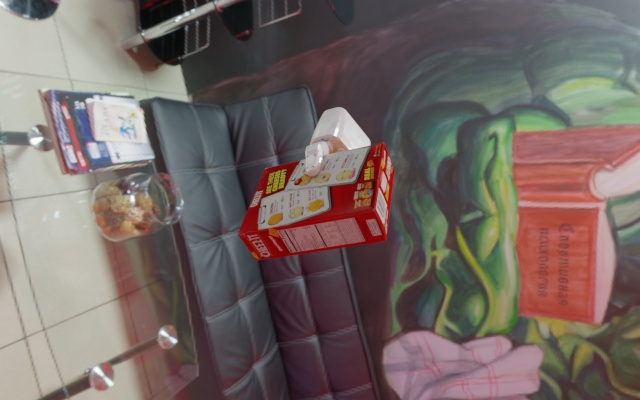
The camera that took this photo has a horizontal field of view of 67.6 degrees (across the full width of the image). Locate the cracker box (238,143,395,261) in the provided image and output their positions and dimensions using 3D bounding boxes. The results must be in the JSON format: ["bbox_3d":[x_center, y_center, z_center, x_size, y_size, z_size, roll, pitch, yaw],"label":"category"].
[{"bbox_3d":[0.000,0.002,0.737,0.214,0.072,0.164,-11,37,22],"label":"cracker box"}]
